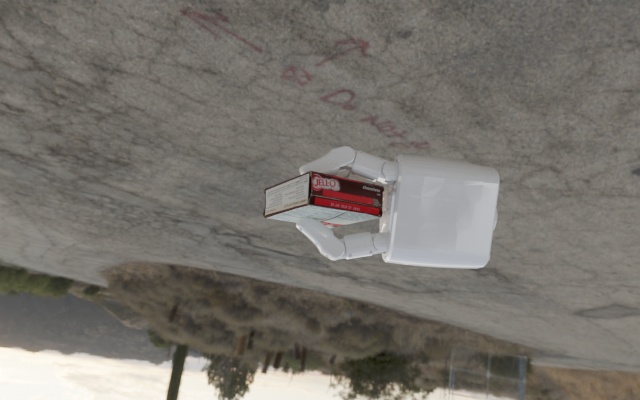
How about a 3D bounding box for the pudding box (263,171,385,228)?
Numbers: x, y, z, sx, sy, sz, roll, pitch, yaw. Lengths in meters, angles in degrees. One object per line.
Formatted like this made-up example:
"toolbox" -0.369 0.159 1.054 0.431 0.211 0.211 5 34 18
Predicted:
"pudding box" 0.000 0.002 0.518 0.090 0.039 0.113 11 -16 -29
